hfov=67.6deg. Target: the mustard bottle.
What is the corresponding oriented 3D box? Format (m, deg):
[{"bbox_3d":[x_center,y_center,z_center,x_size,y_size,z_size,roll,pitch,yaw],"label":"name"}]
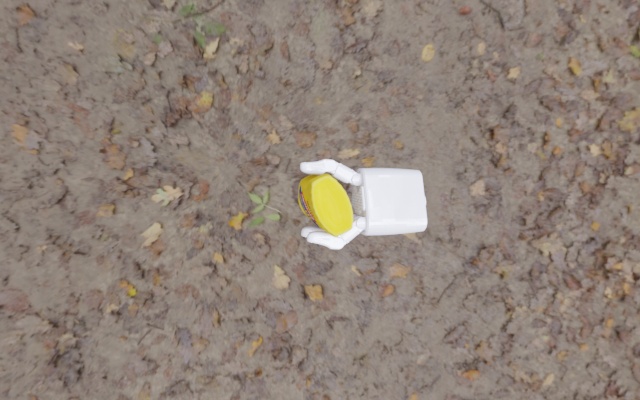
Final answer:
[{"bbox_3d":[0.000,0.003,0.811,0.058,0.096,0.191,-27,8,-9],"label":"mustard bottle"}]
